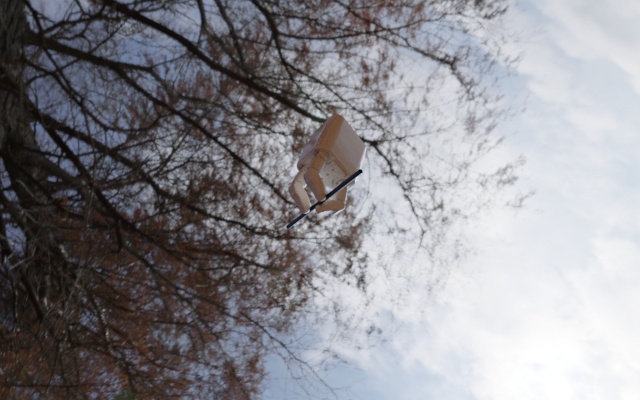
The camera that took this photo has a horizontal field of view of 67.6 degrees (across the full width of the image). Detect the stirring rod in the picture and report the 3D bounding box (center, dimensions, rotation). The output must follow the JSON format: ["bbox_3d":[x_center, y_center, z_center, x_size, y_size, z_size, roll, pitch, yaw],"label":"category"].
[{"bbox_3d":[0.000,0.003,0.851,0.011,0.011,0.240,0,-24,-36],"label":"stirring rod"}]
